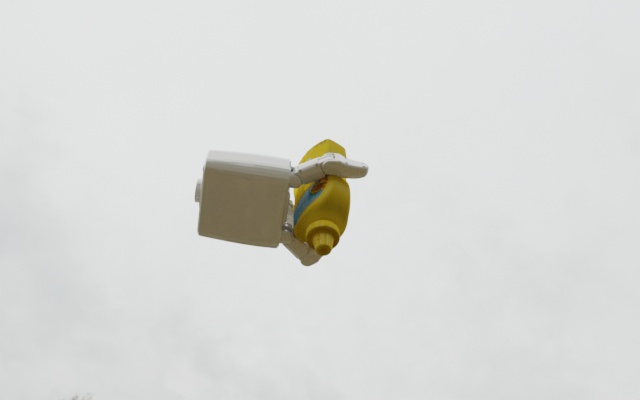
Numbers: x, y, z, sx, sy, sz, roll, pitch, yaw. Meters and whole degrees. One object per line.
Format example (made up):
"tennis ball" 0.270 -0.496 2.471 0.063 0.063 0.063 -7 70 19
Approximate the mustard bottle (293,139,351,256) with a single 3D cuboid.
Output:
"mustard bottle" 0.000 0.002 0.626 0.058 0.096 0.191 30 29 -21
